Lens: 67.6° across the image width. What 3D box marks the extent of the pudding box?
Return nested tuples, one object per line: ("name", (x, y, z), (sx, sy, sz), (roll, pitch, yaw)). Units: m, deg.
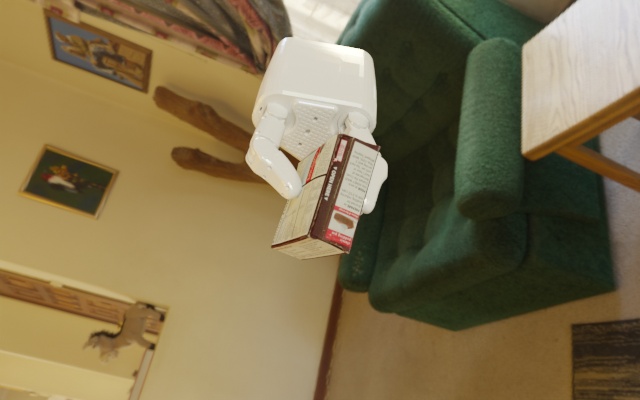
("pudding box", (0.000, 0.001, 0.405), (0.039, 0.090, 0.113), (21, -15, -14))
